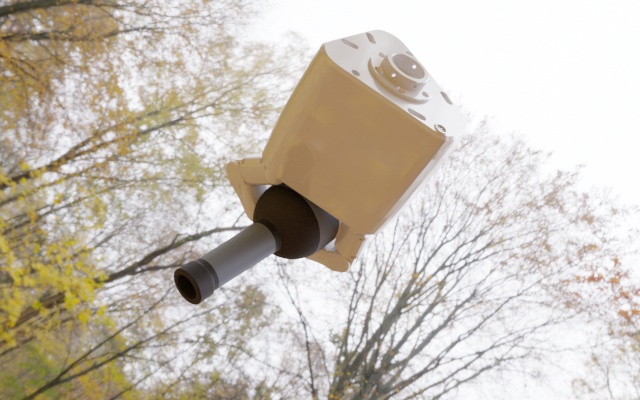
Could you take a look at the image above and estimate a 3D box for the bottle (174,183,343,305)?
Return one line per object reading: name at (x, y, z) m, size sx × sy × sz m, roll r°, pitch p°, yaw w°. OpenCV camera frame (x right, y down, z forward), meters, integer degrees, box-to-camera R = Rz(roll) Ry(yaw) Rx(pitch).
bottle at (0.000, 0.001, 0.418) m, size 0.069 × 0.069 × 0.295 m, roll 0°, pitch 22°, yaw 41°
